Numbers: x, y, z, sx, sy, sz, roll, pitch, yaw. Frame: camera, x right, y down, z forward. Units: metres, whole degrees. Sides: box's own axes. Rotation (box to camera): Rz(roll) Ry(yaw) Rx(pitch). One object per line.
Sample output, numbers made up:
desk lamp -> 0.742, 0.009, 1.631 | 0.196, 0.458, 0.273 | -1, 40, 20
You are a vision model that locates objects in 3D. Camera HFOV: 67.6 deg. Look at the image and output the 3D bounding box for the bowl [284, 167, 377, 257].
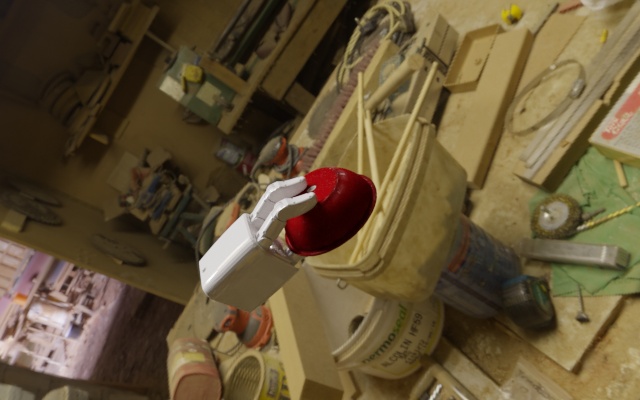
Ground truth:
bowl -> 0.001, 0.001, 0.704 | 0.162, 0.162, 0.055 | 0, -42, 44
